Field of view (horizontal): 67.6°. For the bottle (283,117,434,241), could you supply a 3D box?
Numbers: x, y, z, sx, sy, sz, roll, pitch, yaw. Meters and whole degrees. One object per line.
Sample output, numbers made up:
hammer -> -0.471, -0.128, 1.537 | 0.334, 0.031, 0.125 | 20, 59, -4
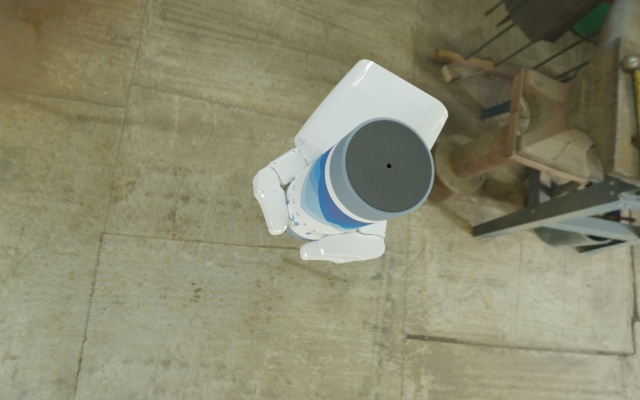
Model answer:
bottle -> 0.000, 0.001, 0.447 | 0.069, 0.069, 0.296 | 0, -9, -18
